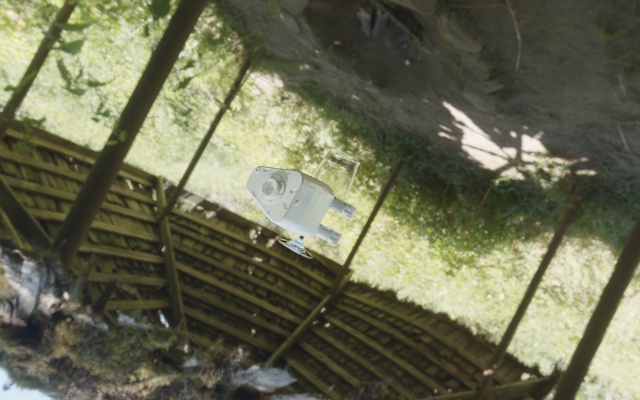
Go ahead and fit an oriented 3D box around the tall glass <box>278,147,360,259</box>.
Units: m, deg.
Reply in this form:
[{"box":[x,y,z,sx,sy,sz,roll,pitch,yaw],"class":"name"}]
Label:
[{"box":[0.000,0.004,0.893,0.079,0.201,0.079,28,1,0],"class":"tall glass"}]
